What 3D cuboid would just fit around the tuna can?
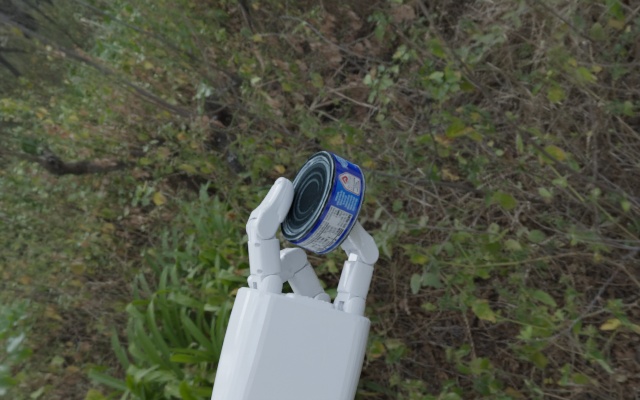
[{"bbox_3d":[0.000,0.001,0.414,0.034,0.086,0.086,24,-11,-25],"label":"tuna can"}]
